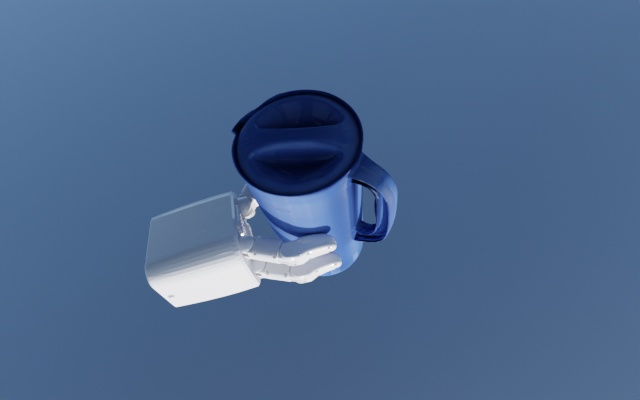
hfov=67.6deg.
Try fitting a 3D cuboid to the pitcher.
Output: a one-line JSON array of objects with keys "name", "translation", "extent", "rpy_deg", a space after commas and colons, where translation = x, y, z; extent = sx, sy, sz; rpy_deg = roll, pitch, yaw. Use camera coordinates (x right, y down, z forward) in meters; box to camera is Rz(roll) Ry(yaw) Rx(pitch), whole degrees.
[{"name": "pitcher", "translation": [0.000, 0.002, 0.565], "extent": [0.145, 0.149, 0.243], "rpy_deg": [-18, -32, -2]}]
